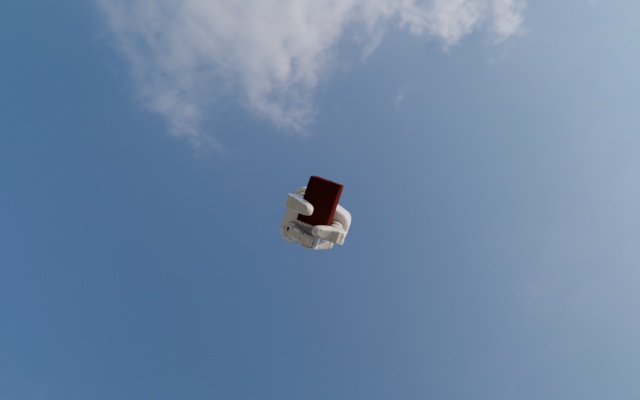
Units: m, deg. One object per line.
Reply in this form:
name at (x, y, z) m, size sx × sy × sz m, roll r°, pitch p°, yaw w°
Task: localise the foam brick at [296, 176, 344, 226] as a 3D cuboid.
foam brick at (0.000, 0.002, 0.783) m, size 0.053 × 0.078 × 0.051 m, roll 20°, pitch 7°, yaw 8°
